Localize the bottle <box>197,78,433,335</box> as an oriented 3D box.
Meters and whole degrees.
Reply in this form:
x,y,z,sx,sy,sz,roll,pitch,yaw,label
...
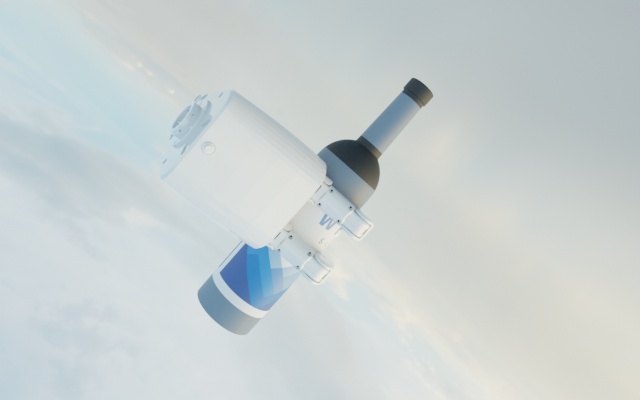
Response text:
x,y,z,sx,sy,sz,roll,pitch,yaw,label
0.000,0.002,0.467,0.069,0.296,0.069,41,5,-4,bottle
